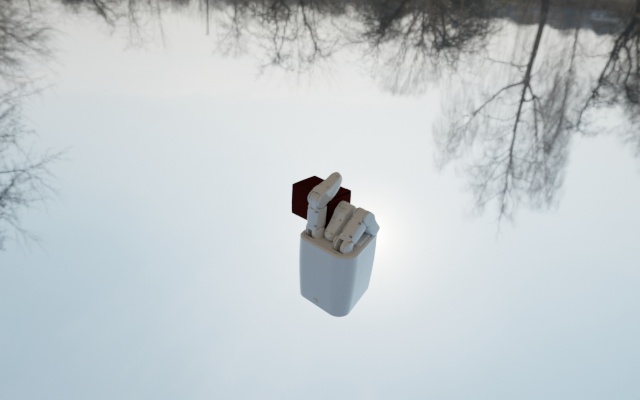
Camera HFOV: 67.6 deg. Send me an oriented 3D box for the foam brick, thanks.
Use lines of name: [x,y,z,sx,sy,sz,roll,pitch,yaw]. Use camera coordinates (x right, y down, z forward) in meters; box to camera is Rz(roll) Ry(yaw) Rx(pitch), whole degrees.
foam brick: [0.000,0.002,0.719,0.078,0.051,0.053,25,33,38]
